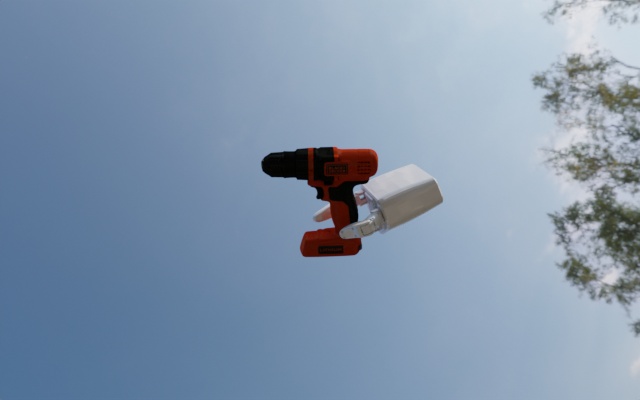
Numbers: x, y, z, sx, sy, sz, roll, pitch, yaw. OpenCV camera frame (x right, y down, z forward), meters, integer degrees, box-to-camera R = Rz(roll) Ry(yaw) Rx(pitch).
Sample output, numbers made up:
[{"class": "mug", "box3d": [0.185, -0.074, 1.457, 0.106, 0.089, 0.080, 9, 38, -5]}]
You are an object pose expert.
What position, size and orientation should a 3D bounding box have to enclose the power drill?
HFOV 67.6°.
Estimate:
[{"class": "power drill", "box3d": [0.000, 0.003, 0.784, 0.184, 0.188, 0.057, -1, 28, 1]}]
